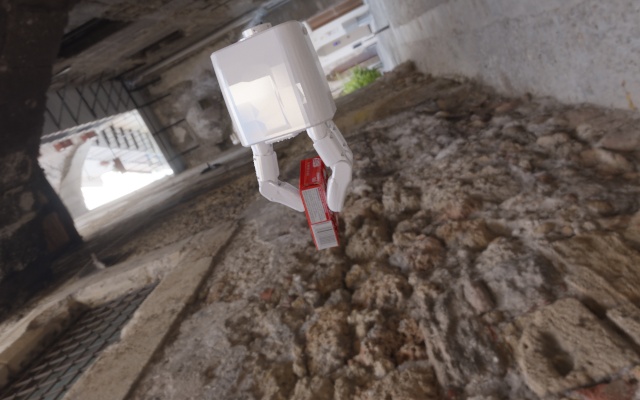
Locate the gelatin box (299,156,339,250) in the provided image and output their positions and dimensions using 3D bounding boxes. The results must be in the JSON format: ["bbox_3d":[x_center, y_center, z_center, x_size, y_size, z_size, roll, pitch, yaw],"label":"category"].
[{"bbox_3d":[0.000,0.002,0.571,0.030,0.089,0.073,-12,29,7],"label":"gelatin box"}]
